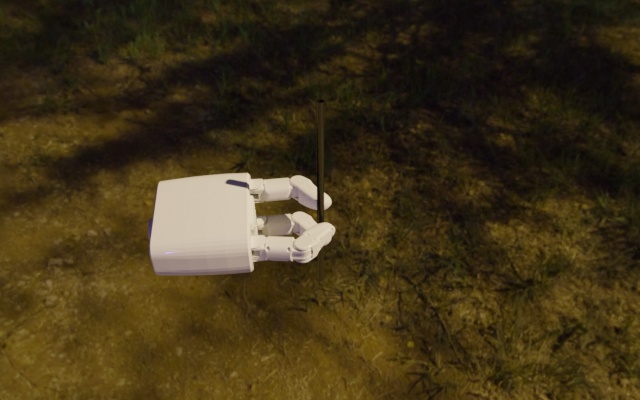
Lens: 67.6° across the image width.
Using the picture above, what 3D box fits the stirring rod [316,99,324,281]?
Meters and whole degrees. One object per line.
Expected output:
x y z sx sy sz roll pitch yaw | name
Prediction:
0.000 0.002 0.529 0.011 0.240 0.011 0 36 0 | stirring rod
